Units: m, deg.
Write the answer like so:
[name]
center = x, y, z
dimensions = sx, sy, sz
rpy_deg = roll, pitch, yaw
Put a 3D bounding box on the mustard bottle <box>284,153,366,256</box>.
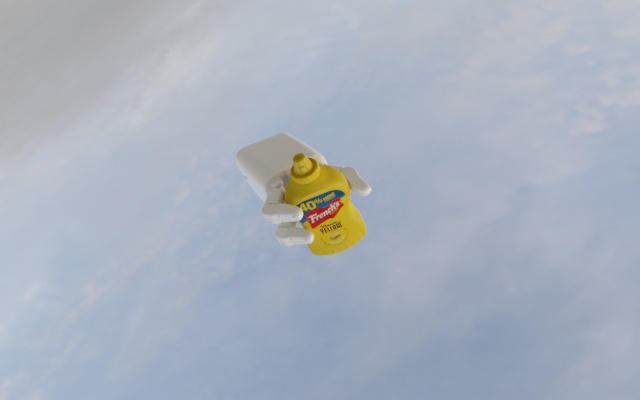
[mustard bottle]
center = 0.000, 0.003, 0.705
dimensions = 0.096, 0.058, 0.192
rpy_deg = -21, -45, 5
